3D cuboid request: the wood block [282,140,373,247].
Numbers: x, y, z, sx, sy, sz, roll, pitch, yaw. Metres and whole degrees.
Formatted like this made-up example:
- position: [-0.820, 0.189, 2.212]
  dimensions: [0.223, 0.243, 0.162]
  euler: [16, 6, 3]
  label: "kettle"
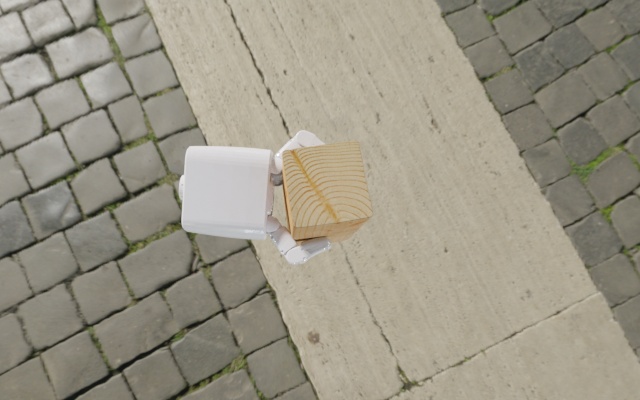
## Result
- position: [0.000, 0.002, 0.622]
  dimensions: [0.090, 0.091, 0.206]
  euler: [-8, -11, -6]
  label: "wood block"
